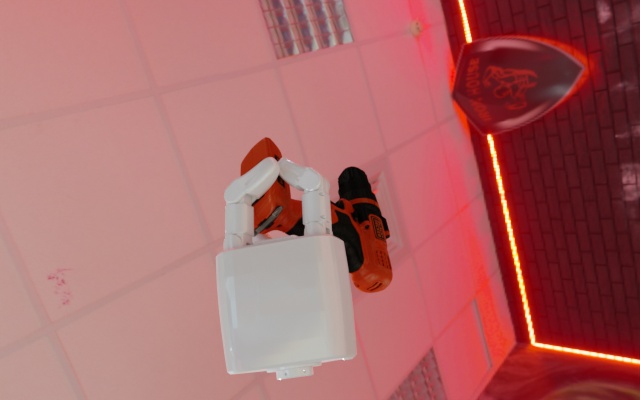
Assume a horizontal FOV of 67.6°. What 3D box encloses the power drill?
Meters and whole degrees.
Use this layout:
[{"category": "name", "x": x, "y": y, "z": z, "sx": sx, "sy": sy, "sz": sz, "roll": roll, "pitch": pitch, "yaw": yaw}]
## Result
[{"category": "power drill", "x": 0.000, "y": 0.002, "z": 0.548, "sx": 0.188, "sy": 0.184, "sz": 0.057, "roll": 25, "pitch": -53, "yaw": -32}]
